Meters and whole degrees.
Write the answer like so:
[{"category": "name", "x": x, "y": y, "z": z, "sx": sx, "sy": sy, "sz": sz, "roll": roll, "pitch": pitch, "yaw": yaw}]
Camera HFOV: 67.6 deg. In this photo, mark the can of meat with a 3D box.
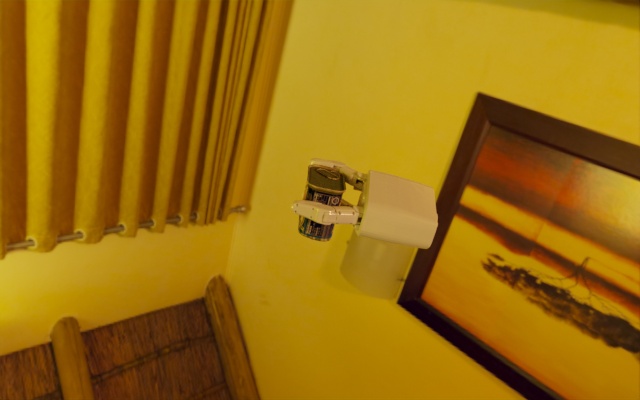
[{"category": "can of meat", "x": 0.000, "y": 0.003, "z": 0.720, "sx": 0.057, "sy": 0.084, "sz": 0.102, "roll": 12, "pitch": 22, "yaw": -5}]
